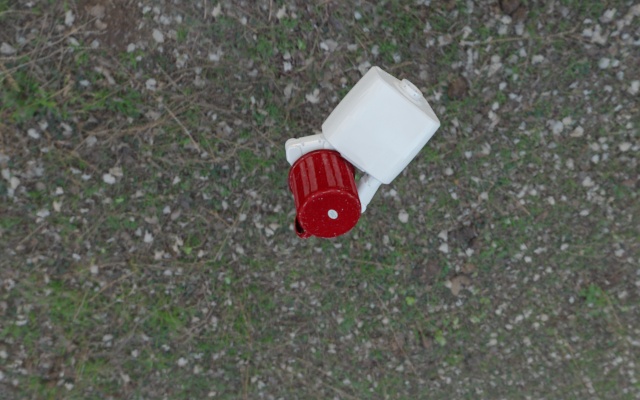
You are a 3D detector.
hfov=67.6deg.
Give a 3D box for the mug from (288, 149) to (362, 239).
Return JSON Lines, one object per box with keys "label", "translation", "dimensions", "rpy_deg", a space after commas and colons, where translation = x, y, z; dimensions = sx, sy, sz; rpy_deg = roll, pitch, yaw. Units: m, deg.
{"label": "mug", "translation": [-0.001, 0.003, 0.622], "dimensions": [0.093, 0.117, 0.081], "rpy_deg": [25, 30, -26]}
